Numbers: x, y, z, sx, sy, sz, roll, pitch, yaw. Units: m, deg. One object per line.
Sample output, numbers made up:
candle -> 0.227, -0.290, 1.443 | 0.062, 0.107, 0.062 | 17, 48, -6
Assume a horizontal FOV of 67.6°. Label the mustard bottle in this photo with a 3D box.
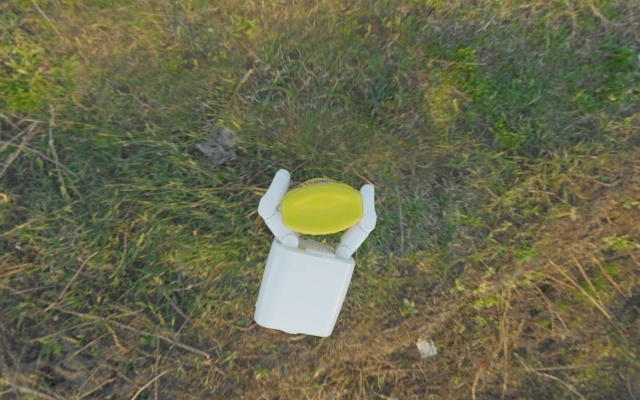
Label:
mustard bottle -> 0.000, 0.002, 0.634 | 0.096, 0.058, 0.191 | -7, 6, -1
